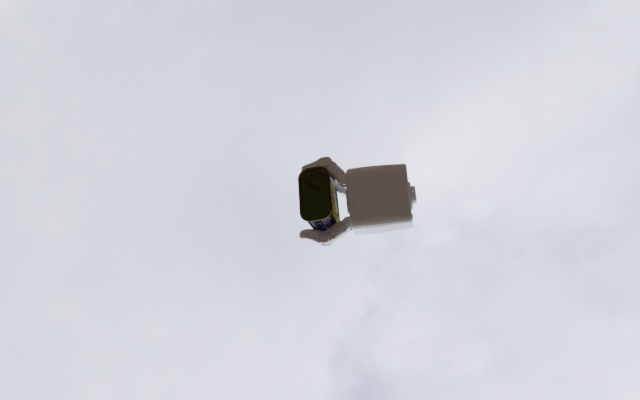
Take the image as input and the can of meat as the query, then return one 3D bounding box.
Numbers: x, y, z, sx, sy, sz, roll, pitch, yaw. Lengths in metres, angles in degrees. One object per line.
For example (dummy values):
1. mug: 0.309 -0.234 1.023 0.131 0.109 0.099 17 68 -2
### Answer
1. can of meat: 0.000 0.003 0.857 0.057 0.102 0.084 -10 -25 12
